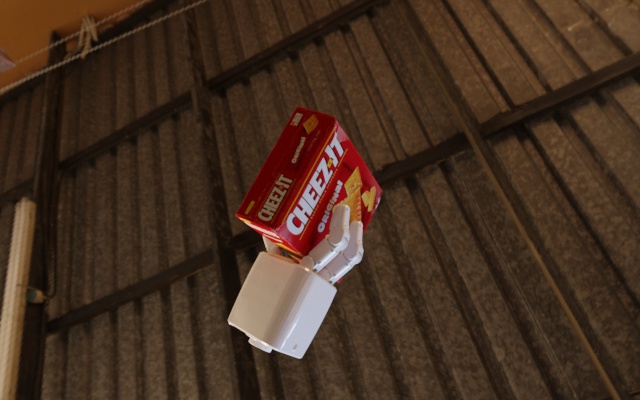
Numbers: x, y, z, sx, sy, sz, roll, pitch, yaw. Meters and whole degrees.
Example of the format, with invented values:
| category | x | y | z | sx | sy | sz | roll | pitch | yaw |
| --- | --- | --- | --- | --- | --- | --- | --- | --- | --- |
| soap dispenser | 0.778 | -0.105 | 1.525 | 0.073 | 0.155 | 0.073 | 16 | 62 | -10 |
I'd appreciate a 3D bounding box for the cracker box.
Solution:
| category | x | y | z | sx | sy | sz | roll | pitch | yaw |
| --- | --- | --- | --- | --- | --- | --- | --- | --- | --- |
| cracker box | 0.000 | 0.002 | 0.662 | 0.072 | 0.164 | 0.214 | 19 | -16 | 31 |
